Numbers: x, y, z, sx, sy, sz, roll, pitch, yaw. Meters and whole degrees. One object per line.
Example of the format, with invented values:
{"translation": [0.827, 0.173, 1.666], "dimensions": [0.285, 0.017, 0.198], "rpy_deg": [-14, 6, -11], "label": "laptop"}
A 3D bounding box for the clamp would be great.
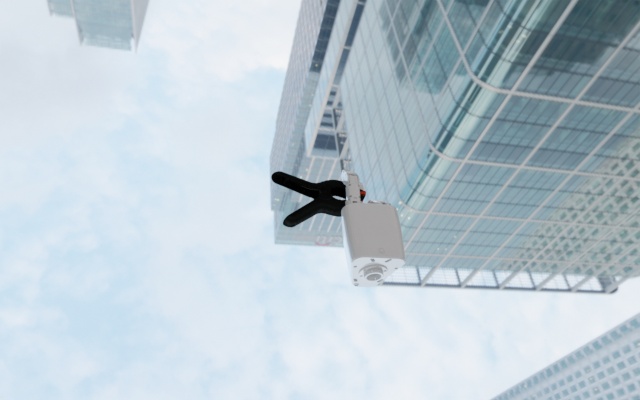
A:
{"translation": [0.000, 0.003, 0.835], "dimensions": [0.171, 0.120, 0.039], "rpy_deg": [5, -38, -13], "label": "clamp"}
